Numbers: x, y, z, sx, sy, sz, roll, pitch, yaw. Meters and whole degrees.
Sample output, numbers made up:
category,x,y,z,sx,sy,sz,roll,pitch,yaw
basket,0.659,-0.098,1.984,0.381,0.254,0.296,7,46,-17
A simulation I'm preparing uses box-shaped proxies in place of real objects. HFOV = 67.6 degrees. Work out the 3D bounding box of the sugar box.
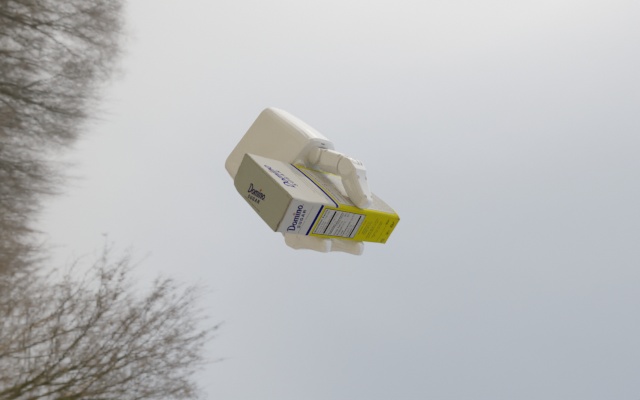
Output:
category,x,y,z,sx,sy,sz,roll,pitch,yaw
sugar box,0.000,0.002,0.524,0.176,0.048,0.093,8,26,-44
